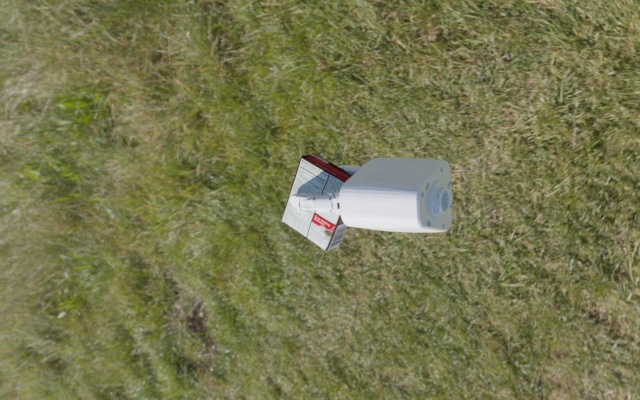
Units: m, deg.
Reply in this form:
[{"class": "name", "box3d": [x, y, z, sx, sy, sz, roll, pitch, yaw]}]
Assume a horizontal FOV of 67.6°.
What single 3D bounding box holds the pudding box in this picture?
[{"class": "pudding box", "box3d": [0.000, 0.002, 0.673, 0.090, 0.113, 0.039, 33, 27, 25]}]
